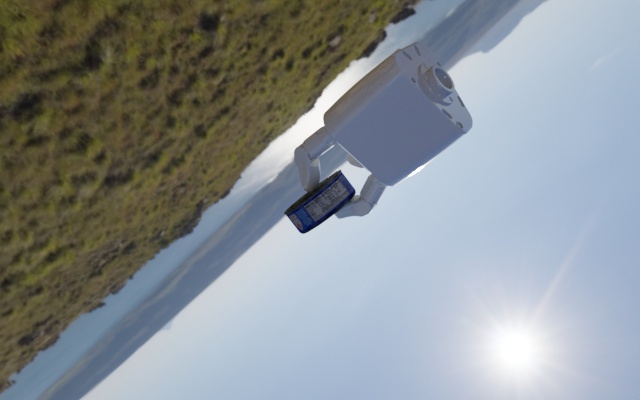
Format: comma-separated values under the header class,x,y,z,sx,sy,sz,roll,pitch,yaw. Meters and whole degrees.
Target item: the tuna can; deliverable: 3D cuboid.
class,x,y,z,sx,sy,sz,roll,pitch,yaw
tuna can,0.000,0.002,0.571,0.086,0.034,0.086,-37,5,4
